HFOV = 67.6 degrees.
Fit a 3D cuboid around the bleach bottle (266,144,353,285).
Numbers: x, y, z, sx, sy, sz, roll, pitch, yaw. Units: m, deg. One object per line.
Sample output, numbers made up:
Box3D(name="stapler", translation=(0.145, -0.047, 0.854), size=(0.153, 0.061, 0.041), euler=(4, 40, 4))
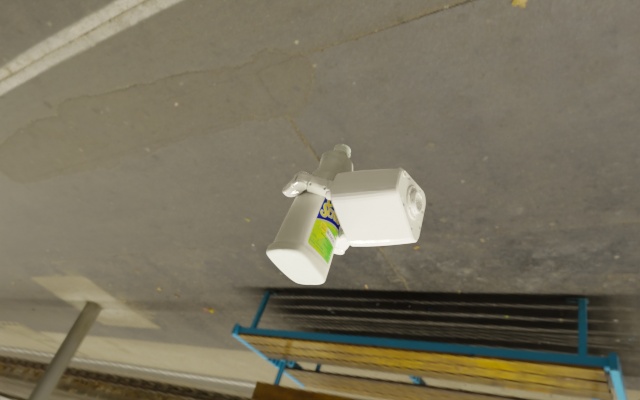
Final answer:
Box3D(name="bleach bottle", translation=(0.000, 0.003, 0.763), size=(0.068, 0.250, 0.103), euler=(-5, -41, 32))
